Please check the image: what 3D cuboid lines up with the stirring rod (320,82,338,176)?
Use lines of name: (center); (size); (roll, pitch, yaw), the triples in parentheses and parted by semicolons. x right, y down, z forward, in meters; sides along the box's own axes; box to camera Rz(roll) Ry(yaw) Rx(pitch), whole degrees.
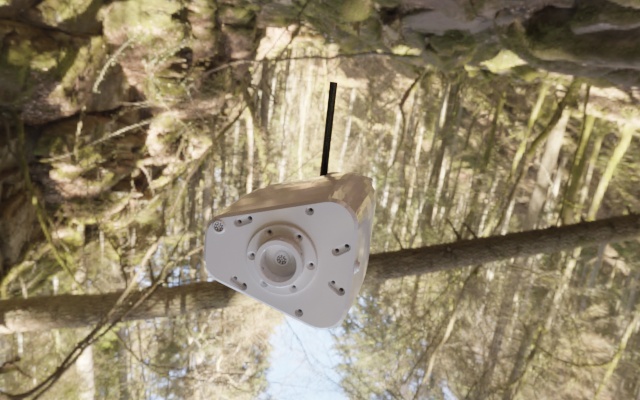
stirring rod: (0.000, 0.002, 0.490); (0.011, 0.239, 0.011); (6, 12, -1)
